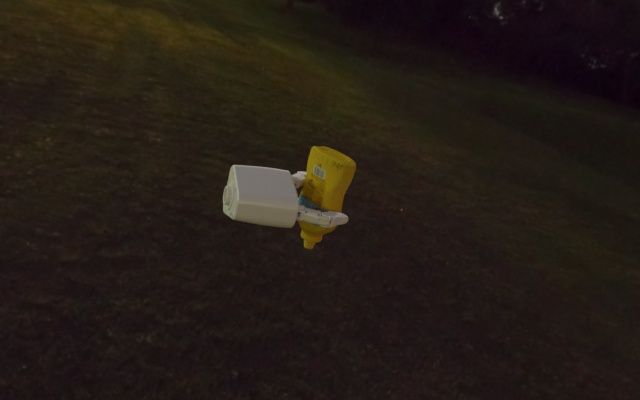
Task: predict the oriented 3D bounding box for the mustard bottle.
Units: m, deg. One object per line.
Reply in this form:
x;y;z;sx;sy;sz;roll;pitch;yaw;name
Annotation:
0.000;0.003;0.885;0.058;0.192;0.096;-4;28;-45;mustard bottle
